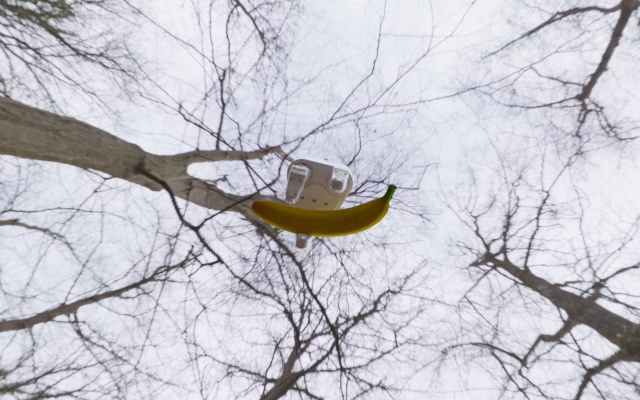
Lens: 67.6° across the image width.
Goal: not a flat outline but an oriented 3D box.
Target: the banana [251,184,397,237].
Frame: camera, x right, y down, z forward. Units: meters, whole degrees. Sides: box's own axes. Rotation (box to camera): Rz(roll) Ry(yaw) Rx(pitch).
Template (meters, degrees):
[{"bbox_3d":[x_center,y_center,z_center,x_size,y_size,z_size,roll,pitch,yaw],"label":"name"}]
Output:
[{"bbox_3d":[0.007,0.019,0.648,0.198,0.070,0.037,-8,20,9],"label":"banana"}]
